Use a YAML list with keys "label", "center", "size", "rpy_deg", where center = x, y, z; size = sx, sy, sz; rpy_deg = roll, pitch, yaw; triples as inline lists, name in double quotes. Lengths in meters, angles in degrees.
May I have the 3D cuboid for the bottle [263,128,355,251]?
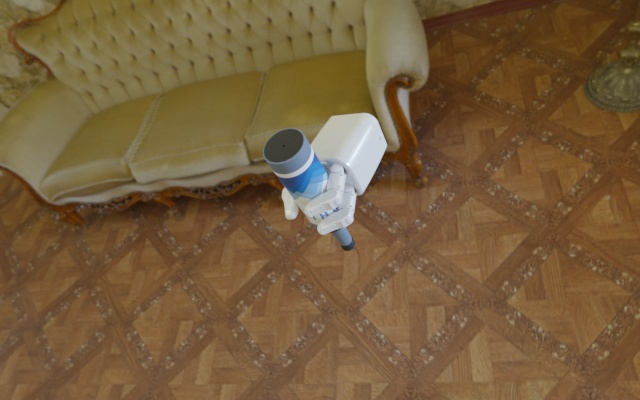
- label: "bottle"
  center: [0.000, 0.003, 0.790]
  size: [0.069, 0.069, 0.296]
  rpy_deg: [0, -33, 25]
